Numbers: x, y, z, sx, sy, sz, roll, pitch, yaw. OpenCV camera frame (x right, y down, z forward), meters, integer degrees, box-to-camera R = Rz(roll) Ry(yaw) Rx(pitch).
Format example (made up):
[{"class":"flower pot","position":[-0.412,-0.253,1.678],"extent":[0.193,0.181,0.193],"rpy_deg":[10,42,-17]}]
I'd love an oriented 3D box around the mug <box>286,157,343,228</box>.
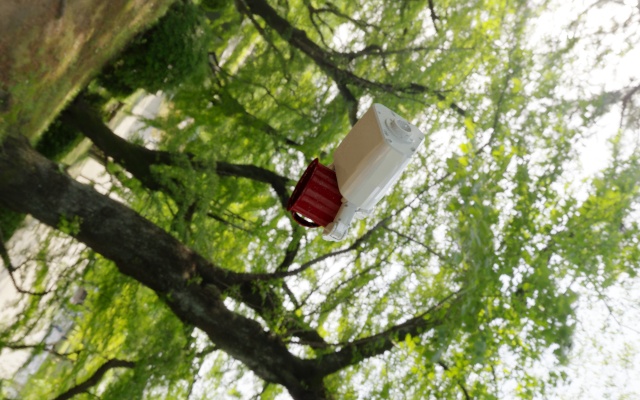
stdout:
[{"class":"mug","position":[0.000,0.003,0.732],"extent":[0.081,0.117,0.093],"rpy_deg":[30,37,-11]}]
